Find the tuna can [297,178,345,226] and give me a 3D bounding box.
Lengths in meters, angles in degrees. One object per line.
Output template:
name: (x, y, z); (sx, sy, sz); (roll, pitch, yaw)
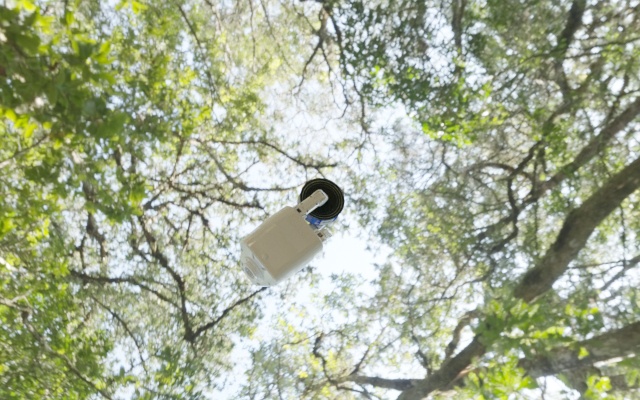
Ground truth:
tuna can: (0.000, 0.003, 0.891); (0.086, 0.086, 0.034); (0, -24, -16)
